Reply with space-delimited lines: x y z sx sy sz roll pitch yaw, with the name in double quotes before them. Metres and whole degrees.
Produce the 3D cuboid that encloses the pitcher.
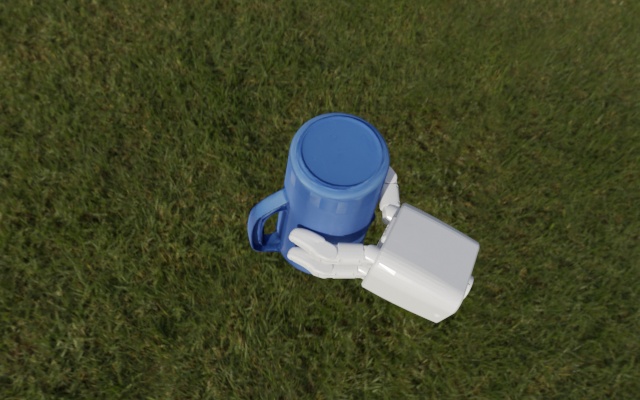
"pitcher" 0.000 0.002 0.604 0.145 0.149 0.243 28 -24 8
